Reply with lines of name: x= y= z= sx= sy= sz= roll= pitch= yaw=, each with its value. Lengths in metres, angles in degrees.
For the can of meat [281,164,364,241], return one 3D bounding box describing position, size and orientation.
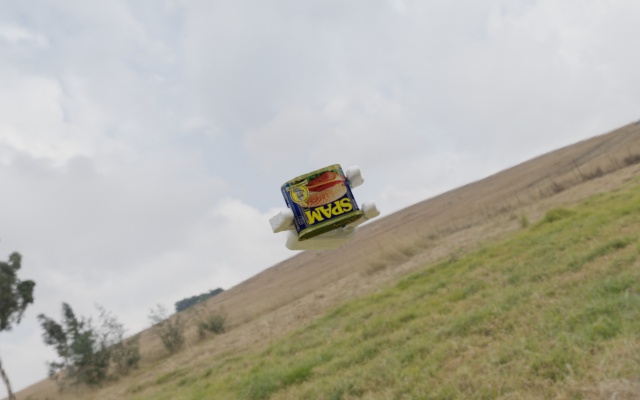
can of meat: x=0.000 y=0.002 z=0.706 sx=0.102 sy=0.084 sz=0.057 roll=-19 pitch=-13 yaw=-13
